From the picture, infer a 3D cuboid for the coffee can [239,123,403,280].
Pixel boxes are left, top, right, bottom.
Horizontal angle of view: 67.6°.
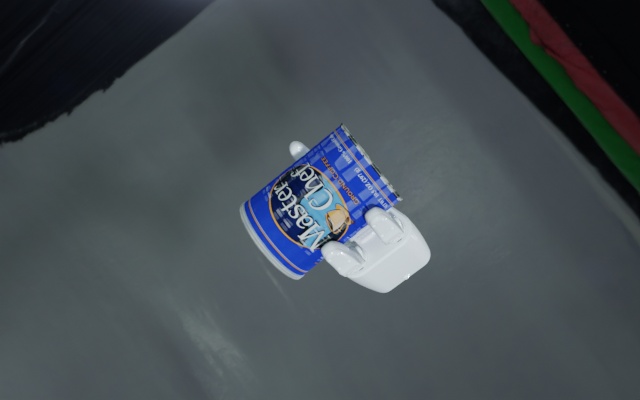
[{"bbox_3d":[0.000,0.002,0.509,0.140,0.103,0.103,-38,-6,8],"label":"coffee can"}]
